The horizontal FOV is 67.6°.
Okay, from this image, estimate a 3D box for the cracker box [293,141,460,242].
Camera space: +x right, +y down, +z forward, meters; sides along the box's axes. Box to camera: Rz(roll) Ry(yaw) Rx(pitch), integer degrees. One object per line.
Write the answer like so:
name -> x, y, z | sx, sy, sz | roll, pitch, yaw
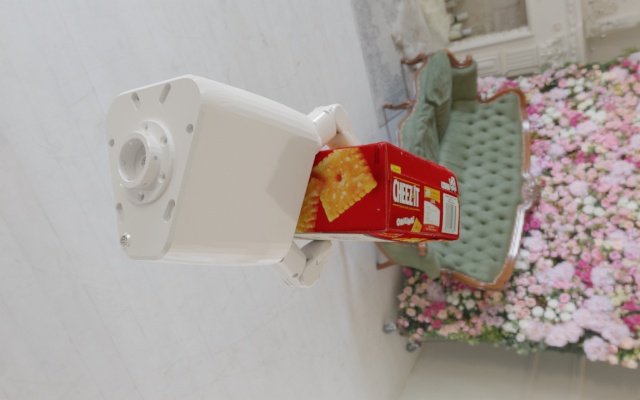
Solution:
cracker box -> 0.000, 0.002, 0.443 | 0.213, 0.072, 0.164 | -3, -7, 33
